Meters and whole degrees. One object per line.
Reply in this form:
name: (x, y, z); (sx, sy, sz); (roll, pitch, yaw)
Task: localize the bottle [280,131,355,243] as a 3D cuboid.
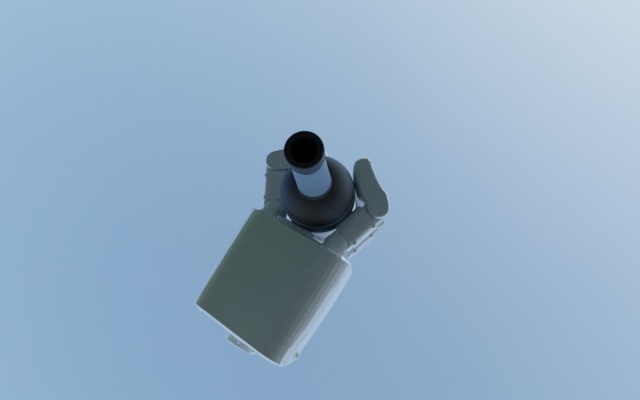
bottle: (0.000, 0.001, 0.458); (0.069, 0.069, 0.296); (0, -14, 4)
